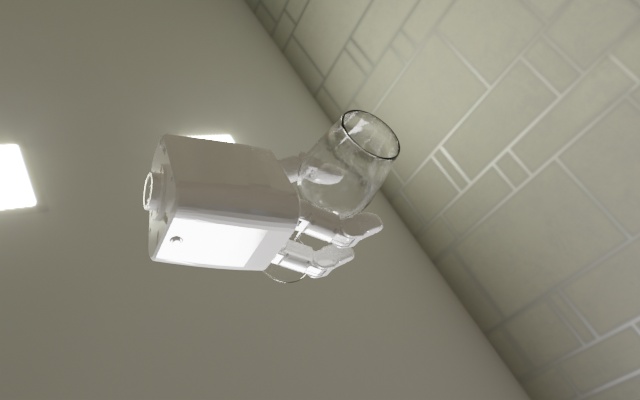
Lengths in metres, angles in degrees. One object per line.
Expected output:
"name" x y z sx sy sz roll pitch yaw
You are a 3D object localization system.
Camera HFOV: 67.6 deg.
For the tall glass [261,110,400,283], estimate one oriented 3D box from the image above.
"tall glass" 0.000 0.002 0.489 0.079 0.079 0.201 0 -38 -36
